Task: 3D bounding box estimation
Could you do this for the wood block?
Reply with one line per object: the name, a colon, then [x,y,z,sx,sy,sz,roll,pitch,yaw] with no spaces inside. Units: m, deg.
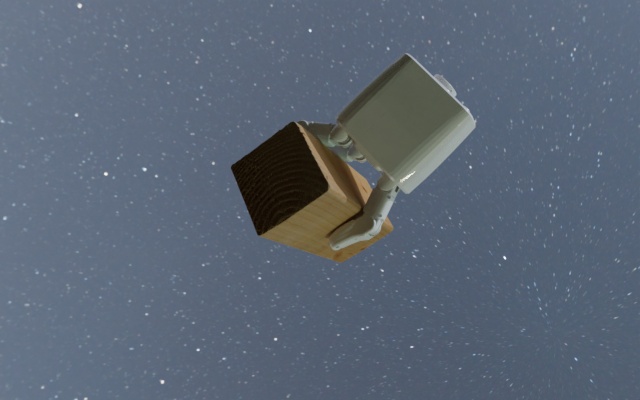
wood block: [0.001,0.002,0.564,0.090,0.090,0.206,-34,-26,14]
